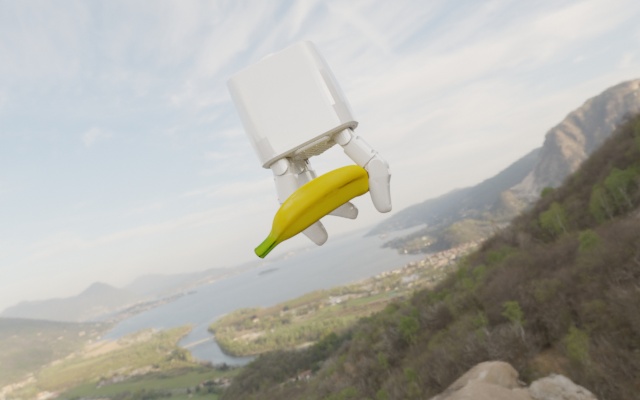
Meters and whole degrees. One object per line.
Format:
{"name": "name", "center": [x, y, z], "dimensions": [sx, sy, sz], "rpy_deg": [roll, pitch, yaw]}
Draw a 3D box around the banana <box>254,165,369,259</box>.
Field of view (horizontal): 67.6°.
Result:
{"name": "banana", "center": [0.009, -0.006, 0.487], "dimensions": [0.070, 0.037, 0.197], "rpy_deg": [-39, -6, 40]}
